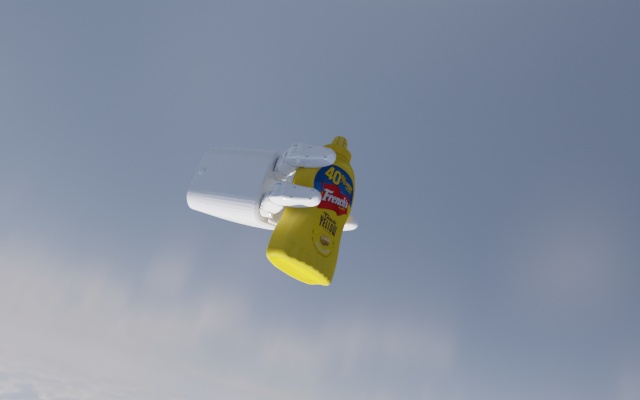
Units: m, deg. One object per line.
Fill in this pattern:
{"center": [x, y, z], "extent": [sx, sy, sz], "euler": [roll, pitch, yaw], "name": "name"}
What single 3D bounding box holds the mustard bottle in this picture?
{"center": [0.000, 0.002, 0.599], "extent": [0.058, 0.191, 0.096], "euler": [-5, -33, 41], "name": "mustard bottle"}
